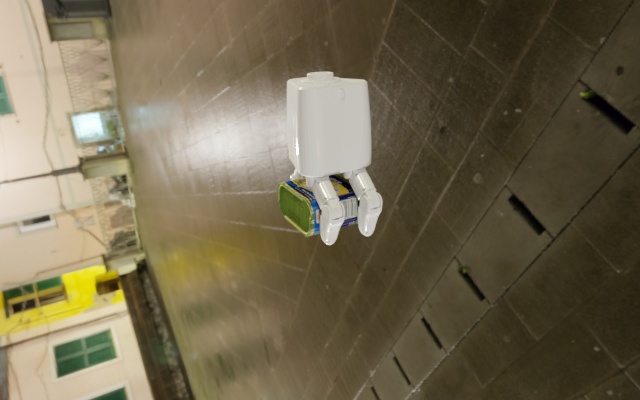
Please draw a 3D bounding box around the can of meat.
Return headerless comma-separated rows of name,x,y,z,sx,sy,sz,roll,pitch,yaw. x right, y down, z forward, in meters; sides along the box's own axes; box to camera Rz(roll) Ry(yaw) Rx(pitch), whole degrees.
can of meat,0.000,0.002,0.639,0.084,0.057,0.102,-13,26,-27
